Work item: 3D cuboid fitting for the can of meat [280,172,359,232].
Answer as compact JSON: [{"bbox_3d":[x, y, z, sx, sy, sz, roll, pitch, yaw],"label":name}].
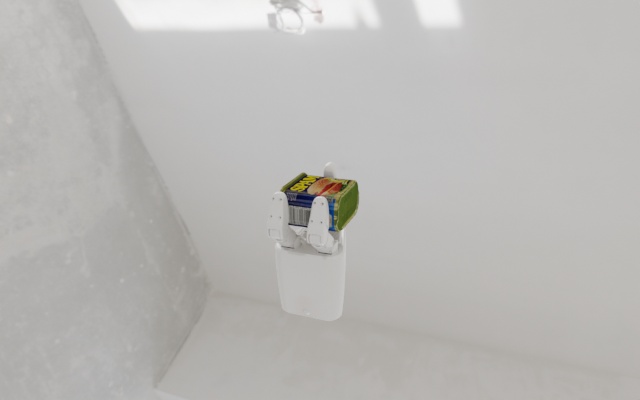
[{"bbox_3d":[0.000,0.002,0.655,0.084,0.057,0.102,7,22,19],"label":"can of meat"}]
